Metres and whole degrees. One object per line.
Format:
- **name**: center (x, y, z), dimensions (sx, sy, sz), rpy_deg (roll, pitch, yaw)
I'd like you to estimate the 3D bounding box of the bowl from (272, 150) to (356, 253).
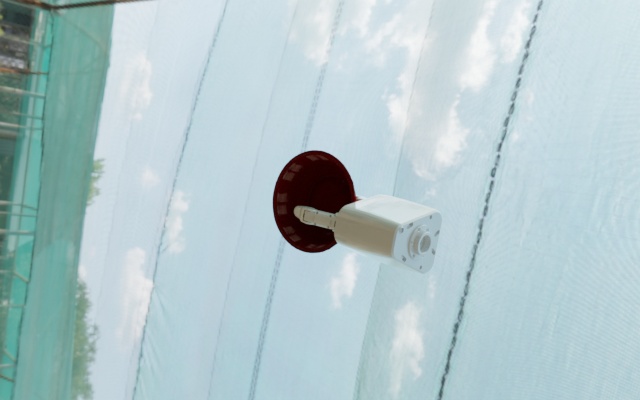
- **bowl**: center (-0.001, 0.002, 0.768), dimensions (0.162, 0.162, 0.055), rpy_deg (0, -2, 35)
